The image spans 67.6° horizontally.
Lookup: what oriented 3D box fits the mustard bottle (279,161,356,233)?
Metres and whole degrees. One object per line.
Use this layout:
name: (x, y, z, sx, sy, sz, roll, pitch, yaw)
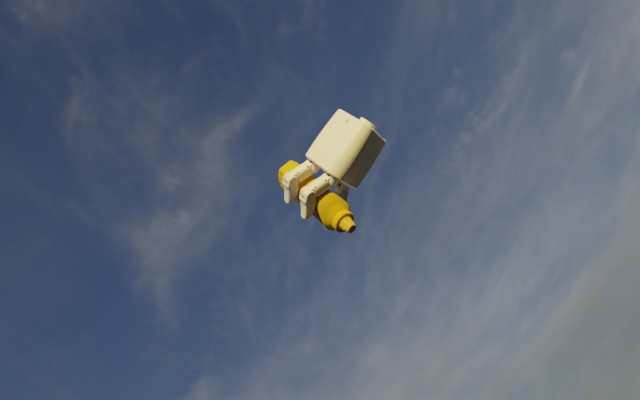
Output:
mustard bottle: (0.000, 0.003, 0.880, 0.058, 0.096, 0.191, -39, 47, -13)
